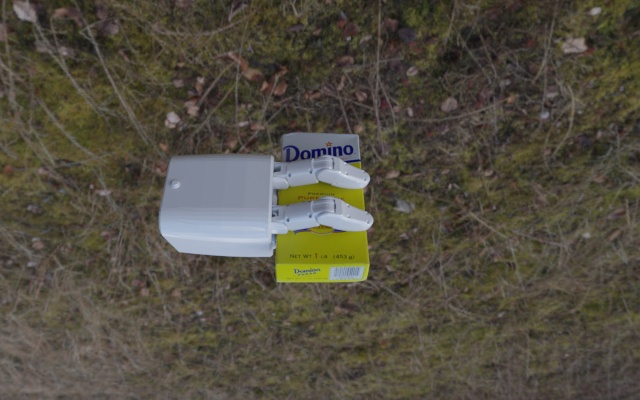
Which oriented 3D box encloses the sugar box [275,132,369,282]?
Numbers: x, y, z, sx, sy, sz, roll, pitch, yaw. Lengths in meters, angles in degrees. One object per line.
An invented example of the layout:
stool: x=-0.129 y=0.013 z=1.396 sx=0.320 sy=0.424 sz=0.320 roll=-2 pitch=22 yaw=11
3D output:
sugar box: x=0.000 y=0.001 z=0.520 sx=0.093 sy=0.176 sz=0.048 roll=1 pitch=-34 yaw=-4
